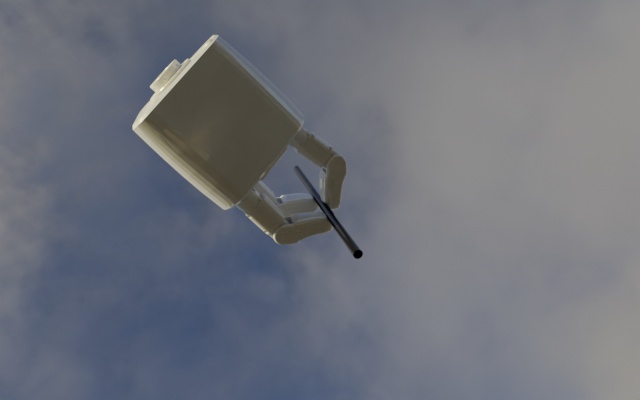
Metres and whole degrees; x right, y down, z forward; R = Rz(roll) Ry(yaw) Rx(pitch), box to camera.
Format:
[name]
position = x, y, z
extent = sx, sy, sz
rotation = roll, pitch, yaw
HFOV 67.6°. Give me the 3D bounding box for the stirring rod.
[stirring rod]
position = 0.000, 0.002, 0.487
extent = 0.011, 0.011, 0.239
rotation = 0, 20, -15
